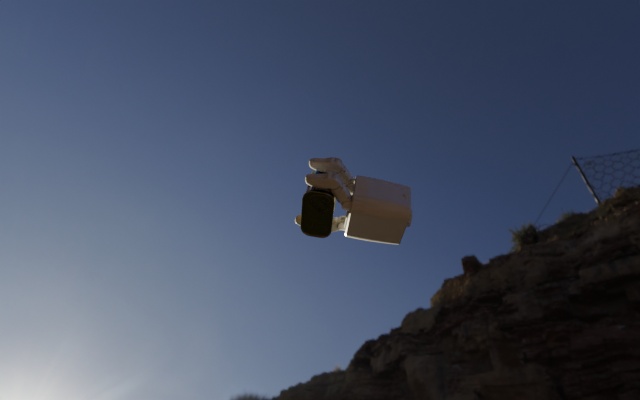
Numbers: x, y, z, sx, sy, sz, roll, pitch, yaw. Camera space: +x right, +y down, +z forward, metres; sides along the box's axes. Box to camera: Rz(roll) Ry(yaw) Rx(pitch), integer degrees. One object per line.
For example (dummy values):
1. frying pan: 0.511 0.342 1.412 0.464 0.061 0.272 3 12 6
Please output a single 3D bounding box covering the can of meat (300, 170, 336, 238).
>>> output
1. can of meat: 0.000 0.003 0.882 0.057 0.102 0.084 9 37 5
